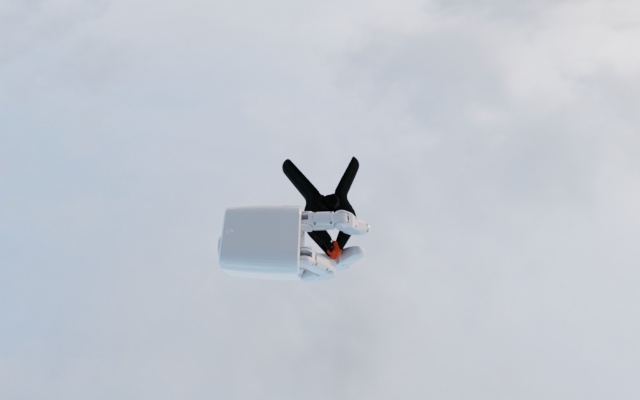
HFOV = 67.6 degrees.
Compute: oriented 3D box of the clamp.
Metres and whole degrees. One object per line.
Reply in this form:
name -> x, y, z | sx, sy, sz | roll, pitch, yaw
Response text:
clamp -> 0.000, 0.003, 0.711 | 0.120, 0.171, 0.039 | 1, -33, -1
